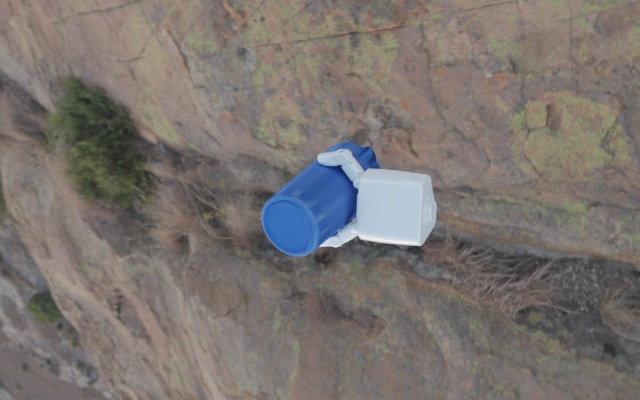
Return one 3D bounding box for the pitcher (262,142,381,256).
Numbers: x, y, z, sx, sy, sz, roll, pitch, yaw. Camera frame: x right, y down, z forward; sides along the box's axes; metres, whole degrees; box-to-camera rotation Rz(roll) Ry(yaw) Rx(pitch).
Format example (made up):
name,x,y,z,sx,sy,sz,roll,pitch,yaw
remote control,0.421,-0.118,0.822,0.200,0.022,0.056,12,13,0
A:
name,x,y,z,sx,sy,sz,roll,pitch,yaw
pitcher,0.000,0.003,0.841,0.145,0.149,0.242,6,26,29
